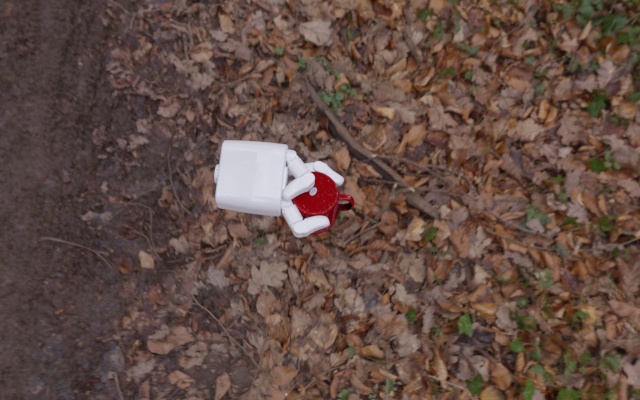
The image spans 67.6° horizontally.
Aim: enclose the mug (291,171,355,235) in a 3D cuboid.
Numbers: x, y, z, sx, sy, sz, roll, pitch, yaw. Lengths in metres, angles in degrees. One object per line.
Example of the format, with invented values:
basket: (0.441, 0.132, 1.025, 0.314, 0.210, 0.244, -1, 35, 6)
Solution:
mug: (0.002, 0.003, 0.818, 0.117, 0.093, 0.081, 4, -22, -2)
